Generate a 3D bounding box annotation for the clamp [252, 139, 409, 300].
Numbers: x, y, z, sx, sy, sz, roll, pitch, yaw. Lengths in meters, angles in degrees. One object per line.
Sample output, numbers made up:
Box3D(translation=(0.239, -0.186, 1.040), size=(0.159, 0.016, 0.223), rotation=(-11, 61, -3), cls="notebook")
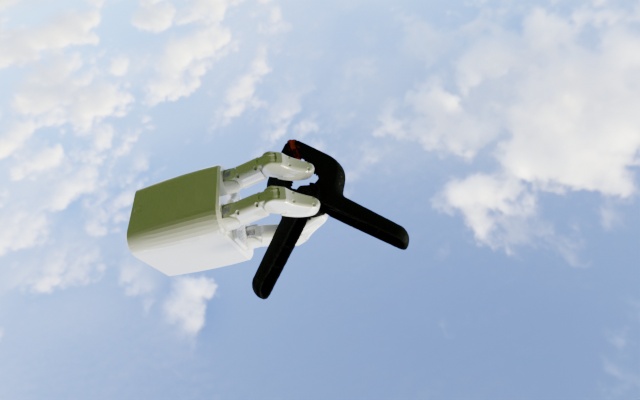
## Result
Box3D(translation=(0.000, 0.002, 0.537), size=(0.164, 0.209, 0.036), rotation=(-14, -43, 5), cls="clamp")
